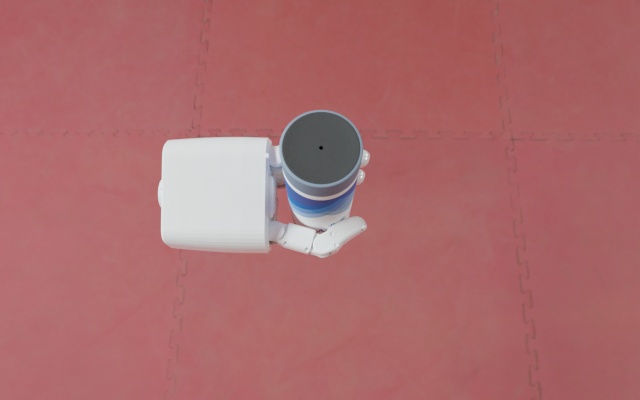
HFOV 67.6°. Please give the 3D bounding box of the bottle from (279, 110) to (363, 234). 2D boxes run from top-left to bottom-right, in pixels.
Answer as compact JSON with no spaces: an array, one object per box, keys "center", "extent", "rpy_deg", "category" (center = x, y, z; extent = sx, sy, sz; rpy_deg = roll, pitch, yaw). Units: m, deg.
[{"center":[0.000,0.002,0.515],"extent":[0.069,0.069,0.296],"rpy_deg":[0,-17,0],"category":"bottle"}]
